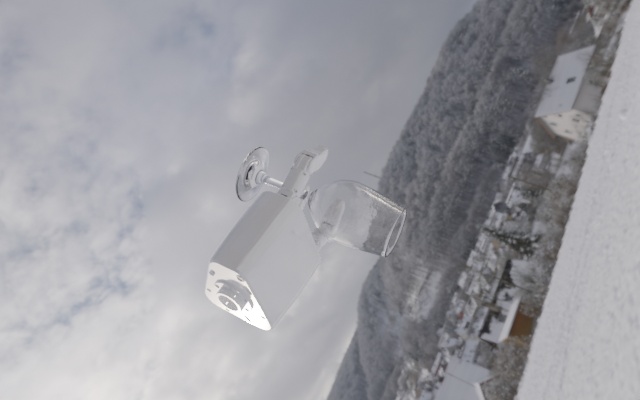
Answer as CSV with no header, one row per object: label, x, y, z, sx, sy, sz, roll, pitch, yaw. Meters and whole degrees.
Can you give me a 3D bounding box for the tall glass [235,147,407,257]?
tall glass,0.000,0.002,0.581,0.201,0.079,0.079,22,7,18
